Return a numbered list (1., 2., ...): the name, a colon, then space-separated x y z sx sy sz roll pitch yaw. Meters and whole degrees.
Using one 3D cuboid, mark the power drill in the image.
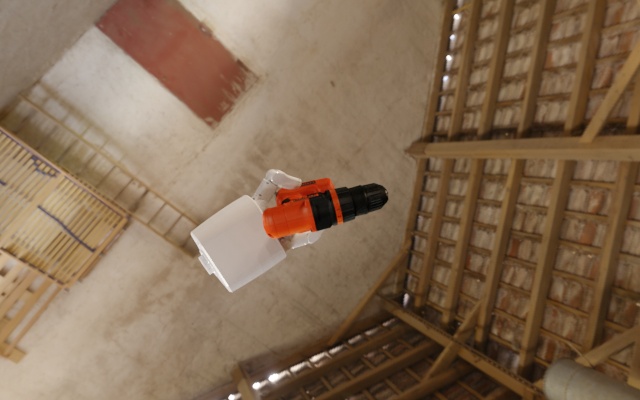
1. power drill: 0.000 0.003 0.750 0.184 0.057 0.187 -13 8 -5
